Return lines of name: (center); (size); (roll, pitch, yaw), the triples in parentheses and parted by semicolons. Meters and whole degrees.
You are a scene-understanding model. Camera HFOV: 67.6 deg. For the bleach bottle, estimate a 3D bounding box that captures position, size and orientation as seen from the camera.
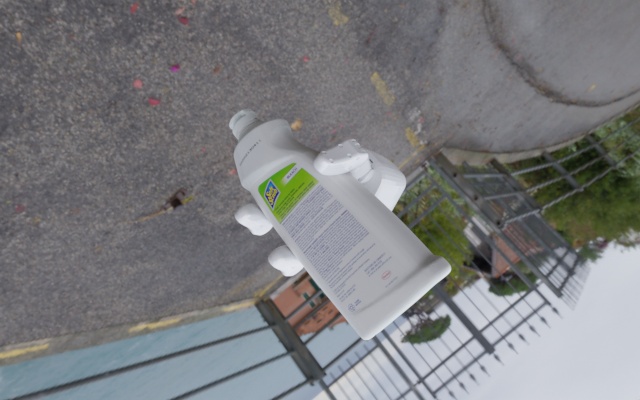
bleach bottle: (0.000, 0.002, 0.454); (0.102, 0.250, 0.068); (-45, -18, 16)
